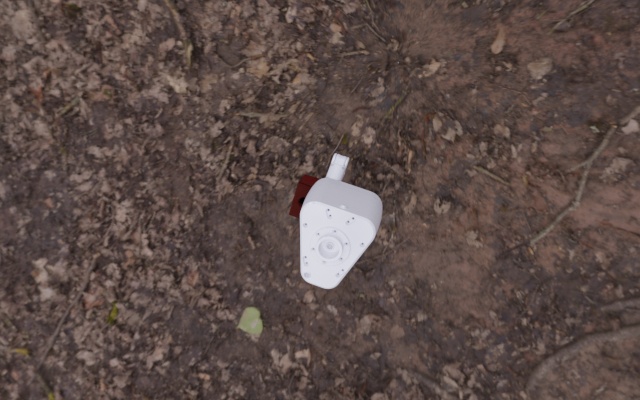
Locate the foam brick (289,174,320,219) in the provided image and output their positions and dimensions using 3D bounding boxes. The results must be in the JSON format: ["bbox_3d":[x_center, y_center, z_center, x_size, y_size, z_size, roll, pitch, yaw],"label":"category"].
[{"bbox_3d":[0.000,0.002,0.697,0.078,0.053,0.051,19,19,4],"label":"foam brick"}]
